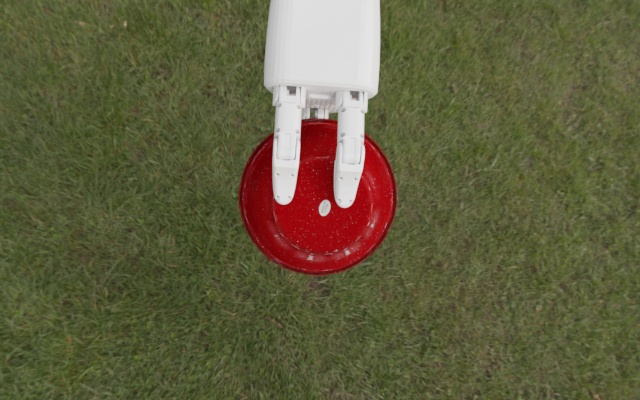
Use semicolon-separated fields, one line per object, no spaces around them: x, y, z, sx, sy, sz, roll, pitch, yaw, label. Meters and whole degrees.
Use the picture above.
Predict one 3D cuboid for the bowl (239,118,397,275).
0.000;0.003;0.461;0.162;0.162;0.055;0;8;-4;bowl
